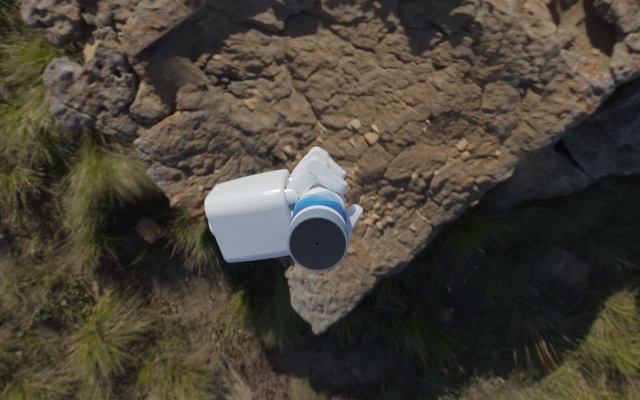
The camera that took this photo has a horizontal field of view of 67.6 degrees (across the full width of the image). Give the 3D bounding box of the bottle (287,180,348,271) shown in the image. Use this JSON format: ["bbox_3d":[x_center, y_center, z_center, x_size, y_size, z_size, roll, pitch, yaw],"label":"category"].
[{"bbox_3d":[0.000,0.002,0.657,0.069,0.069,0.295,0,18,1],"label":"bottle"}]
